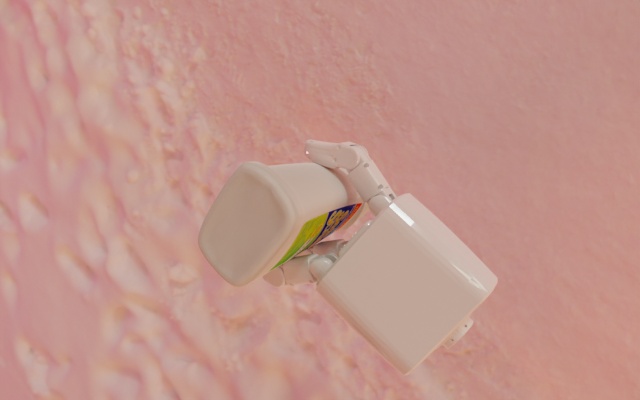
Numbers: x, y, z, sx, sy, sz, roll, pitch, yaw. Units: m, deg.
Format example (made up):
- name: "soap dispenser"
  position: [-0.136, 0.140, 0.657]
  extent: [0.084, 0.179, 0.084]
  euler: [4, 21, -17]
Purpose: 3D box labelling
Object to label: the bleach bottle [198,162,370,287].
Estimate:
- name: "bleach bottle"
  position: [0.000, 0.002, 0.465]
  extent: [0.103, 0.068, 0.251]
  euler: [-51, -16, 27]
